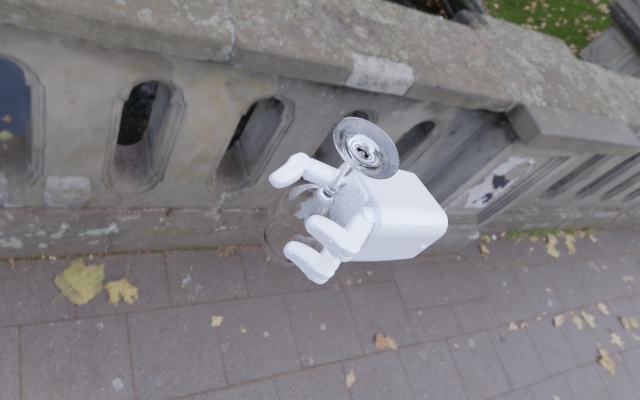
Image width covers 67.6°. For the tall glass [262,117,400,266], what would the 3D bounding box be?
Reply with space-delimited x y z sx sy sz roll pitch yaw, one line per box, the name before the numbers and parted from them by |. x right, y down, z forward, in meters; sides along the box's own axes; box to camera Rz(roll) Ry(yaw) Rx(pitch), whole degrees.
tall glass | 0.000 0.001 0.528 0.079 0.079 0.201 0 -32 -33
